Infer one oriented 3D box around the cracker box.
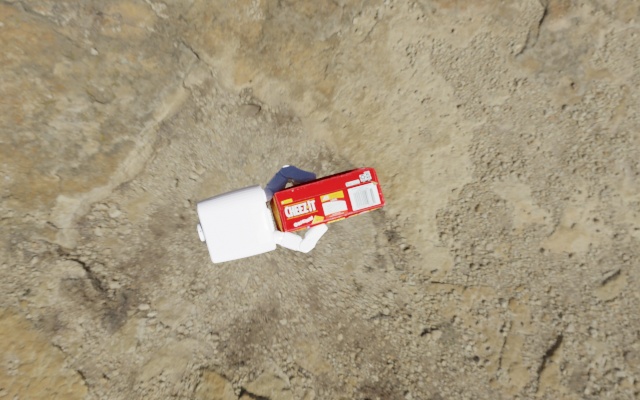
[{"bbox_3d":[0.000,0.003,0.826,0.164,0.072,0.214,-15,-1,-9],"label":"cracker box"}]
